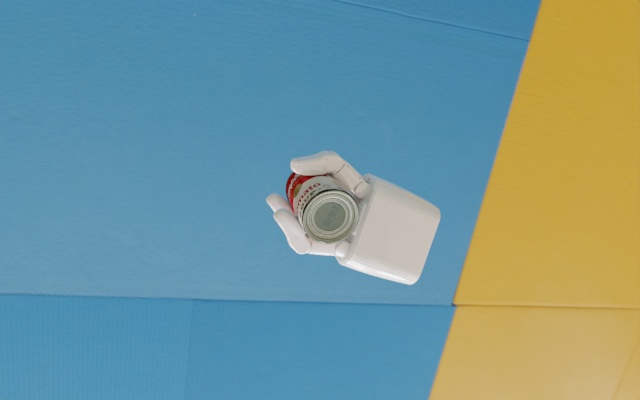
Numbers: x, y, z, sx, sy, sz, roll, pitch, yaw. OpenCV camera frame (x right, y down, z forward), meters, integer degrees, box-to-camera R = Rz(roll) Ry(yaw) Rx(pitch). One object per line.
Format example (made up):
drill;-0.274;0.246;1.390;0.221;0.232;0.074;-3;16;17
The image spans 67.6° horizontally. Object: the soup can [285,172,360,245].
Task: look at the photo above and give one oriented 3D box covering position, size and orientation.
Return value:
soup can;0.000;0.002;0.569;0.068;0.068;0.102;0;21;-15
